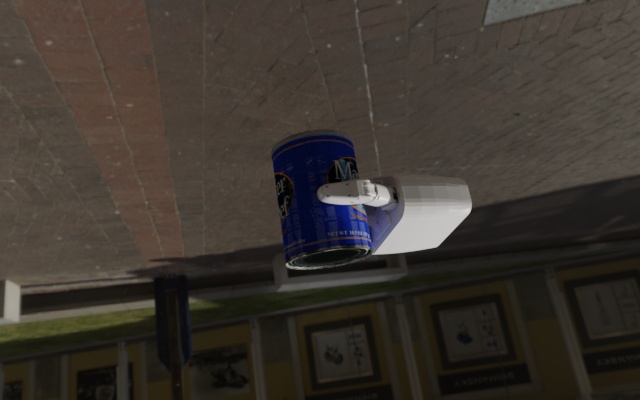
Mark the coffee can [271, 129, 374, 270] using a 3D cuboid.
[{"bbox_3d":[0.000,0.002,0.566,0.103,0.140,0.103,-8,-18,-3],"label":"coffee can"}]
